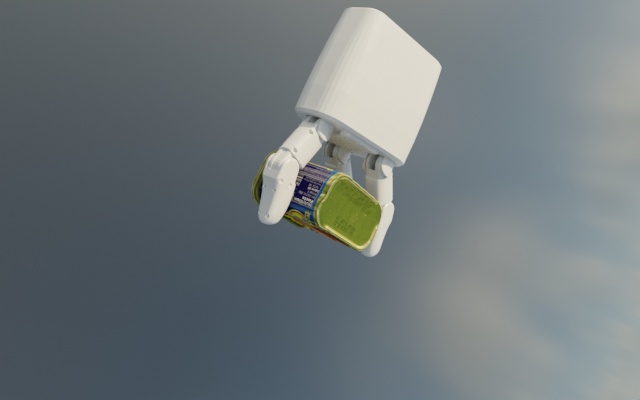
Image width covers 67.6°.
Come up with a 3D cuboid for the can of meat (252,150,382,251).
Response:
[{"bbox_3d":[0.000,0.002,0.454,0.084,0.057,0.102,21,-9,39],"label":"can of meat"}]
